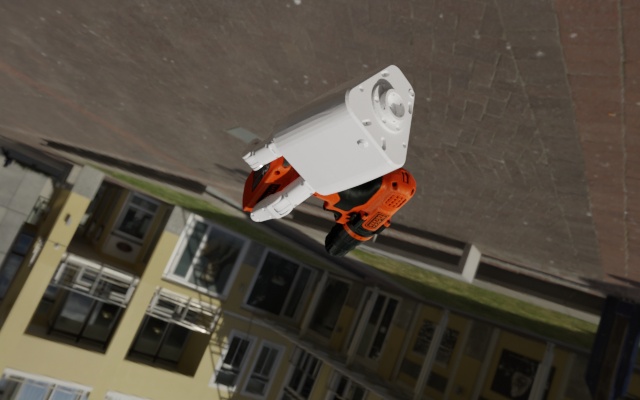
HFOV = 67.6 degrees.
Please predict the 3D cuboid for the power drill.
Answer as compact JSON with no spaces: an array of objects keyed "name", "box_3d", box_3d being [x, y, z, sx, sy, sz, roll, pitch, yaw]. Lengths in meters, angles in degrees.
[{"name":"power drill","box_3d":[0.000,0.002,0.612,0.188,0.057,0.184,17,-43,-24]}]
